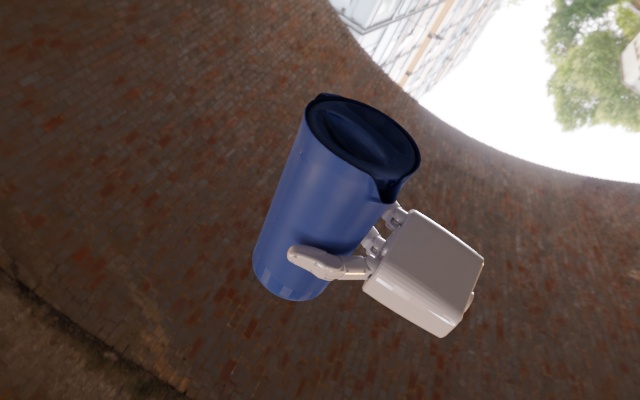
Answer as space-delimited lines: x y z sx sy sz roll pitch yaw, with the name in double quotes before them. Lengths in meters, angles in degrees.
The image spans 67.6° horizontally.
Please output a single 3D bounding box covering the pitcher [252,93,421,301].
"pitcher" 0.000 0.002 0.573 0.145 0.243 0.149 32 38 4
